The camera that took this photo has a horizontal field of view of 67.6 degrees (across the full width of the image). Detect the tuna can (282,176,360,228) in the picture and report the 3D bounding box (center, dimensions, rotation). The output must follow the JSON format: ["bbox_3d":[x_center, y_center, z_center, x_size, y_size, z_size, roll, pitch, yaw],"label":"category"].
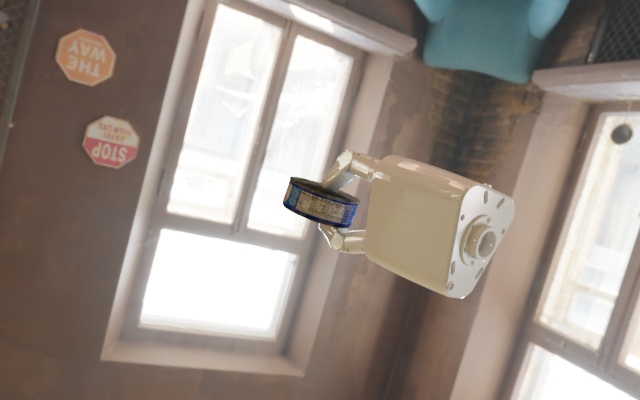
[{"bbox_3d":[0.000,0.002,0.552,0.086,0.034,0.086,19,8,-3],"label":"tuna can"}]
